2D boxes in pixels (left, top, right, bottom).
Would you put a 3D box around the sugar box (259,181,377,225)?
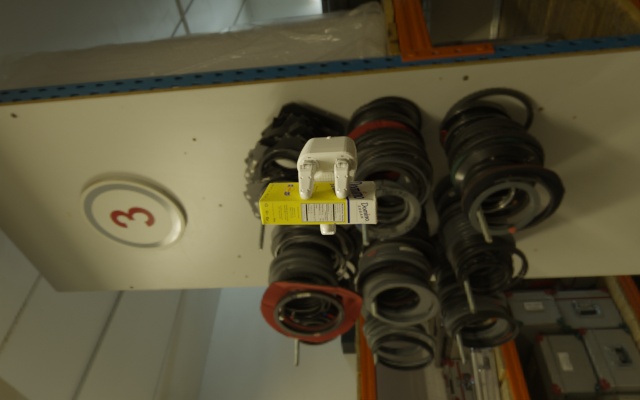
[{"bbox_3d":[0.000,0.002,0.749,0.176,0.048,0.093,-3,20,6],"label":"sugar box"}]
